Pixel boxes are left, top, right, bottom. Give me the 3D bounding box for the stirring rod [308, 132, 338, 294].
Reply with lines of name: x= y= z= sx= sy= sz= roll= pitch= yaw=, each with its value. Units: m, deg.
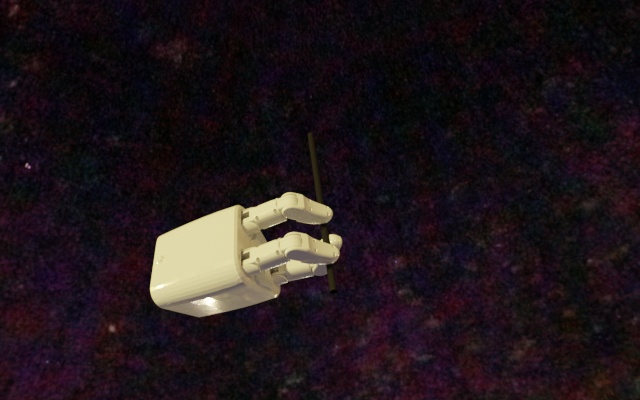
stirring rod: x=0.000 y=0.002 z=0.556 sx=0.011 sy=0.239 sz=0.011 roll=-5 pitch=-41 yaw=-4
